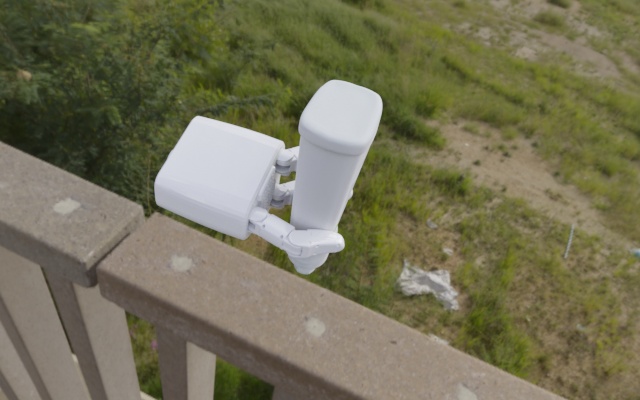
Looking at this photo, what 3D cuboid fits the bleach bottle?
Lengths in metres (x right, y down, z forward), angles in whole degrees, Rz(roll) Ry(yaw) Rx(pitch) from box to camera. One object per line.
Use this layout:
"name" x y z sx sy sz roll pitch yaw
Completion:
"bleach bottle" 0.000 0.002 0.523 0.068 0.251 0.102 20 44 5
